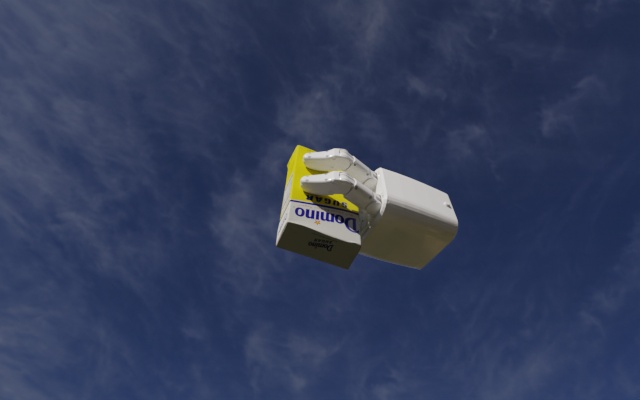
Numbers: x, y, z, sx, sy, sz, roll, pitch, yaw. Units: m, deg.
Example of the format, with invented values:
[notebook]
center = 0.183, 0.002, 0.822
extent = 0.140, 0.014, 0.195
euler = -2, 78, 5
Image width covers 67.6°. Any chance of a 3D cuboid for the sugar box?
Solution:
[sugar box]
center = 0.000, 0.002, 0.606
extent = 0.093, 0.048, 0.176
euler = 19, 31, -12
